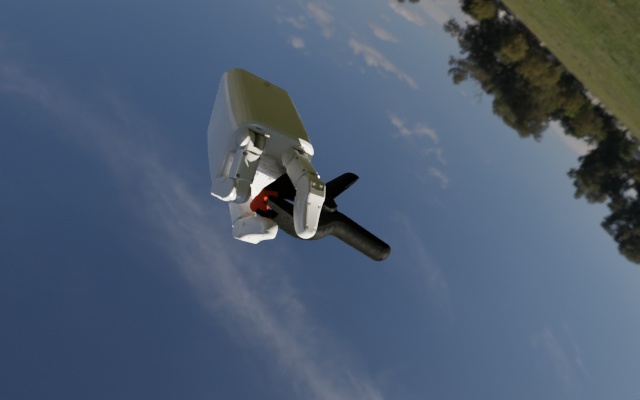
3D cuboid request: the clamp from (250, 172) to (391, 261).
[{"bbox_3d":[0.000,0.002,0.528,0.171,0.120,0.039,19,-54,-36],"label":"clamp"}]
